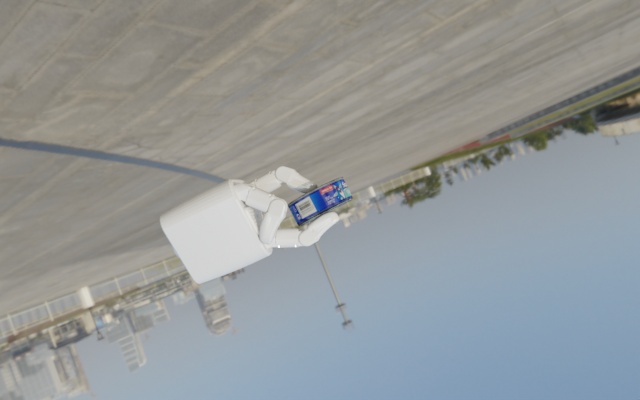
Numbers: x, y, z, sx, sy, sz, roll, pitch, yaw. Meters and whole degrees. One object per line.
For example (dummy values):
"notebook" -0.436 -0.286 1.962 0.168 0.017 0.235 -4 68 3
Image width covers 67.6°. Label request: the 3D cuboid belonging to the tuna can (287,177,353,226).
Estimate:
"tuna can" 0.000 0.003 0.652 0.086 0.034 0.086 -27 -3 -2
